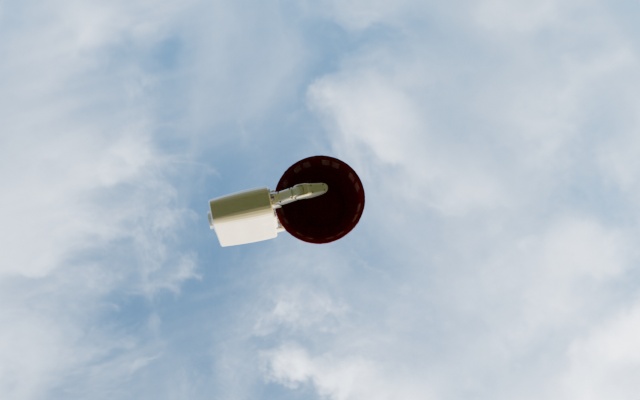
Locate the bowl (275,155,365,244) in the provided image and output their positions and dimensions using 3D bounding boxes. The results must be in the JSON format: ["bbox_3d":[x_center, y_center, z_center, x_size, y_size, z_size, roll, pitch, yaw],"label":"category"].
[{"bbox_3d":[0.002,0.003,0.863,0.162,0.162,0.055,0,-14,6],"label":"bowl"}]
